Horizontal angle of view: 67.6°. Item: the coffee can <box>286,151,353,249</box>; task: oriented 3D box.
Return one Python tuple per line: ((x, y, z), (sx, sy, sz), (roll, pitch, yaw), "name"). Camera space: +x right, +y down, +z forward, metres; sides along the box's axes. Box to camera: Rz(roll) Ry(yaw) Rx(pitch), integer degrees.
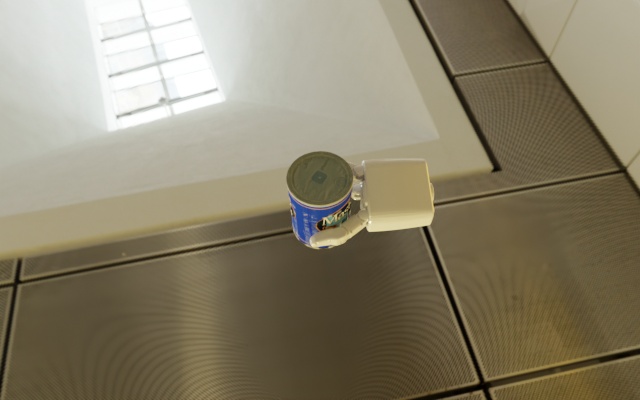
((0.000, 0.003, 0.784), (0.103, 0.102, 0.140), (0, -33, 1), "coffee can")
